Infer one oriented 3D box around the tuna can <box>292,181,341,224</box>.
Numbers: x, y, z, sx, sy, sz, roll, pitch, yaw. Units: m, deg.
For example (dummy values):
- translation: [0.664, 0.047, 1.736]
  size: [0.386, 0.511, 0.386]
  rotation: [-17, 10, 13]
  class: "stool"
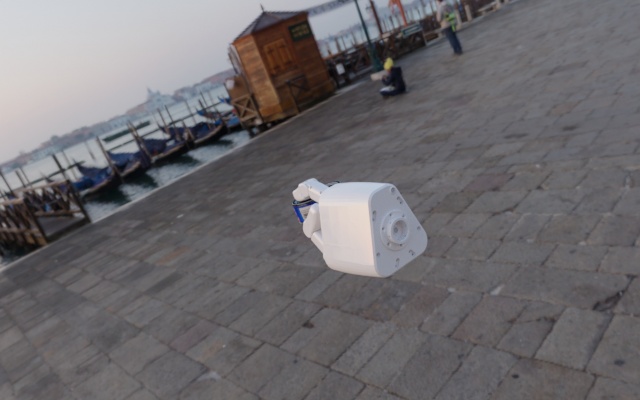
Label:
- translation: [0.000, 0.002, 0.737]
  size: [0.086, 0.034, 0.086]
  rotation: [-24, 12, 5]
  class: "tuna can"
